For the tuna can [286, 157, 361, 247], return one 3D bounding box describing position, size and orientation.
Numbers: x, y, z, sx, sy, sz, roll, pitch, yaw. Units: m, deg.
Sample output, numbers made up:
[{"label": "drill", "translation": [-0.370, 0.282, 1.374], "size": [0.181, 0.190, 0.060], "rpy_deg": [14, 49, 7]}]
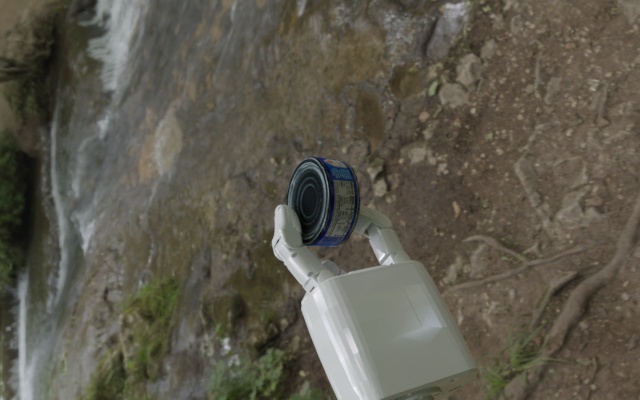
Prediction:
[{"label": "tuna can", "translation": [0.000, 0.001, 0.457], "size": [0.034, 0.086, 0.086], "rpy_deg": [4, -2, -30]}]
